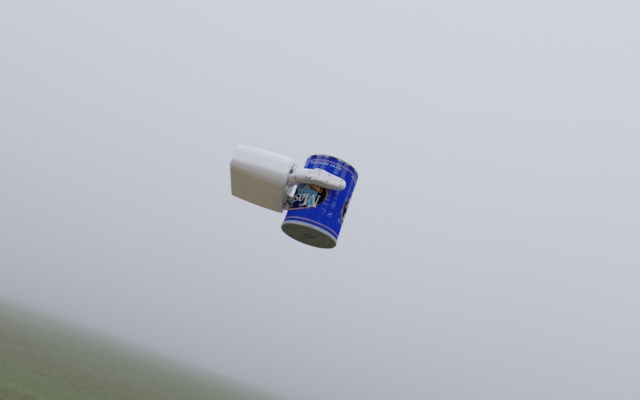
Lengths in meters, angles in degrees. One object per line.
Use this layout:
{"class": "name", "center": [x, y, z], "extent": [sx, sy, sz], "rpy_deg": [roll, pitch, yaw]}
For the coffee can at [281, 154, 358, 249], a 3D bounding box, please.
{"class": "coffee can", "center": [0.000, 0.003, 0.862], "extent": [0.103, 0.140, 0.103], "rpy_deg": [17, -22, 7]}
